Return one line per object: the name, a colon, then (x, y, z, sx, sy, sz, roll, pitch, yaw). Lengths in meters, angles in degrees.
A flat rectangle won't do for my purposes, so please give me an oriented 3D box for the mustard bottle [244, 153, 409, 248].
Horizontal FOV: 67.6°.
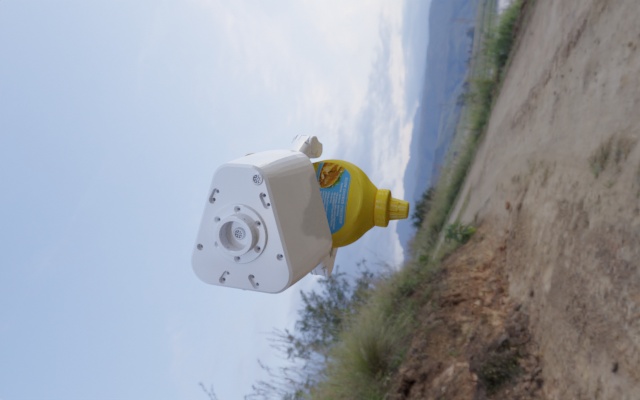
mustard bottle: (0.000, 0.002, 0.524, 0.191, 0.096, 0.058, 5, -13, 16)
